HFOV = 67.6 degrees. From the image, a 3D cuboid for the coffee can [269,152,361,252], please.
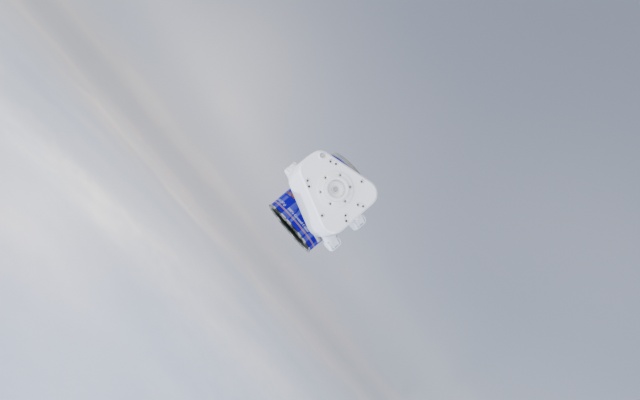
[{"bbox_3d":[0.000,0.002,0.799,0.140,0.103,0.103,-40,8,-10],"label":"coffee can"}]
